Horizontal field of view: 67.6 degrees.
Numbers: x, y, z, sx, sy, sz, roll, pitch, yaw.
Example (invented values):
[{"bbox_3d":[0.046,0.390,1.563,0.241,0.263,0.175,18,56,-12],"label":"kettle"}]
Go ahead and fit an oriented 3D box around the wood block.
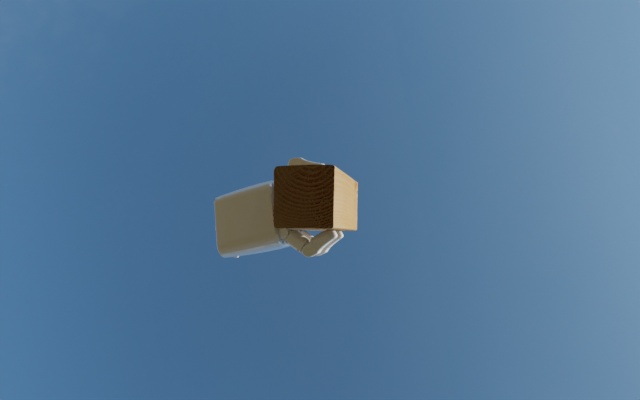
[{"bbox_3d":[0.000,0.002,0.763,0.090,0.091,0.206,-1,-4,13],"label":"wood block"}]
